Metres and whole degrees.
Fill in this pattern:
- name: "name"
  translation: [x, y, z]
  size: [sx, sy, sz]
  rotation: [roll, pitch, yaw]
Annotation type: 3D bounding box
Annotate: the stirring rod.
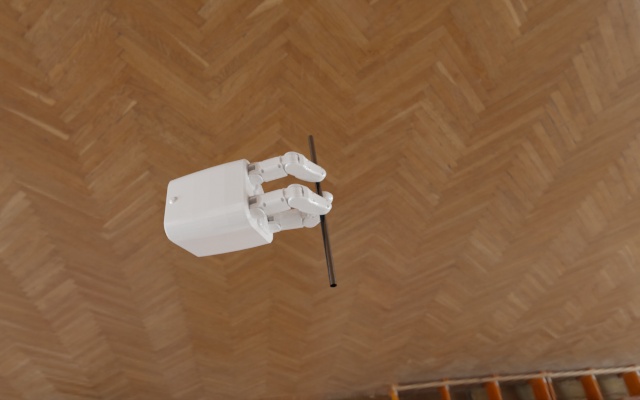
- name: "stirring rod"
  translation: [0.000, 0.002, 0.602]
  size: [0.011, 0.239, 0.011]
  rotation: [-5, -39, -4]
